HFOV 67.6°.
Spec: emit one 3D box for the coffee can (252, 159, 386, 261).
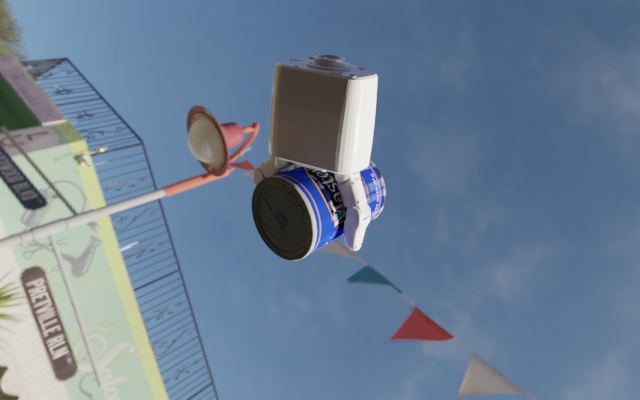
[{"bbox_3d":[0.000,0.002,0.598,0.103,0.103,0.140,0,17,44],"label":"coffee can"}]
